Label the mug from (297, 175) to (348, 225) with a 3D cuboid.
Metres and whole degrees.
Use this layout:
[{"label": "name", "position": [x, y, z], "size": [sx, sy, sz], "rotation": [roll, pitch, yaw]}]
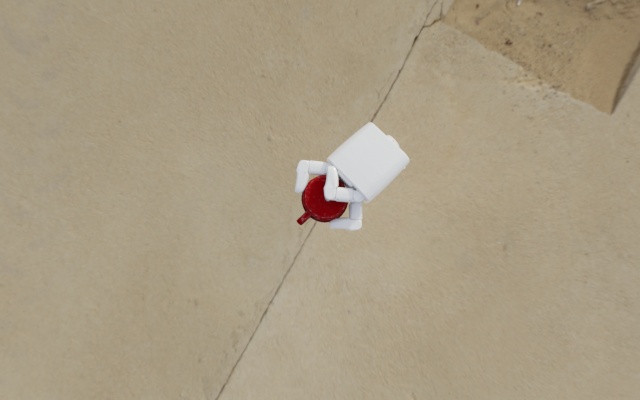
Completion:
[{"label": "mug", "position": [-0.001, 0.004, 0.899], "size": [0.117, 0.093, 0.081], "rotation": [-40, -1, -2]}]
